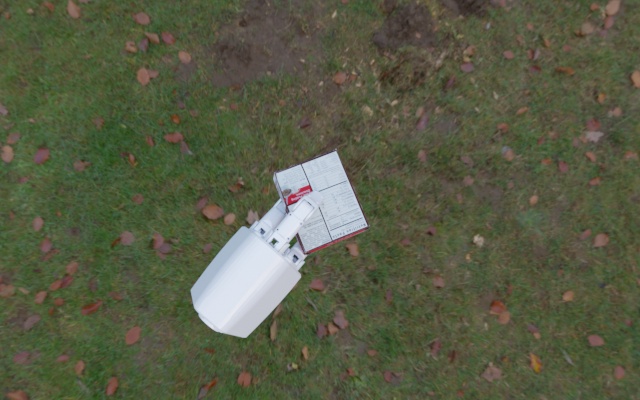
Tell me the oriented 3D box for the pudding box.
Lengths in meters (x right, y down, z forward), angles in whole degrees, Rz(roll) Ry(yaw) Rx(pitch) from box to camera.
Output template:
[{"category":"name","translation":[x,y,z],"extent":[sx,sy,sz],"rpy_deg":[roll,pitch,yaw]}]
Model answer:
[{"category":"pudding box","translation":[0.000,0.002,0.611],"extent":[0.090,0.113,0.039],"rpy_deg":[-21,-6,-8]}]
